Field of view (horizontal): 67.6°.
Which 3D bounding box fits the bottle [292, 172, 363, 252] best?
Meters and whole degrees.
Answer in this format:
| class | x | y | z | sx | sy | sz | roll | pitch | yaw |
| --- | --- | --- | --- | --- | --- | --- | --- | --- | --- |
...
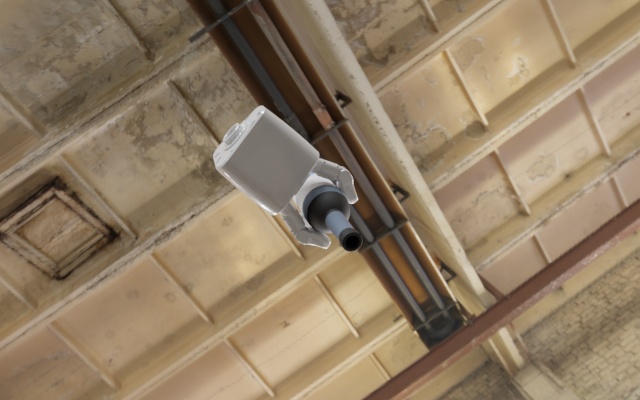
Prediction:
| class | x | y | z | sx | sy | sz | roll | pitch | yaw |
| --- | --- | --- | --- | --- | --- | --- | --- | --- | --- |
| bottle | 0.000 | 0.002 | 0.726 | 0.069 | 0.069 | 0.295 | 0 | 20 | -17 |
